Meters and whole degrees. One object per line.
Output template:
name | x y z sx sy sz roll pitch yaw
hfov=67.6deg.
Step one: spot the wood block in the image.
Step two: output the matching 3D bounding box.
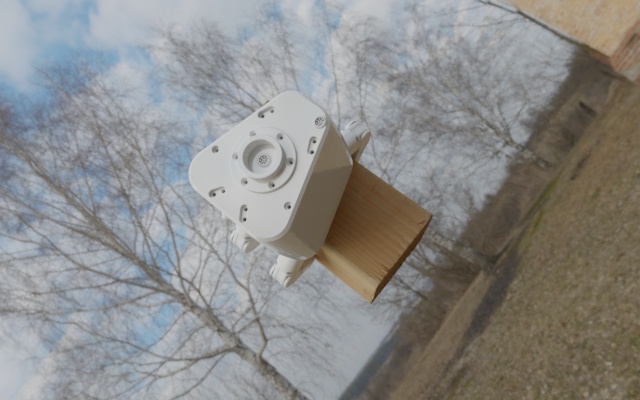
wood block | 0.000 0.001 0.496 0.206 0.091 0.090 37 -16 16
